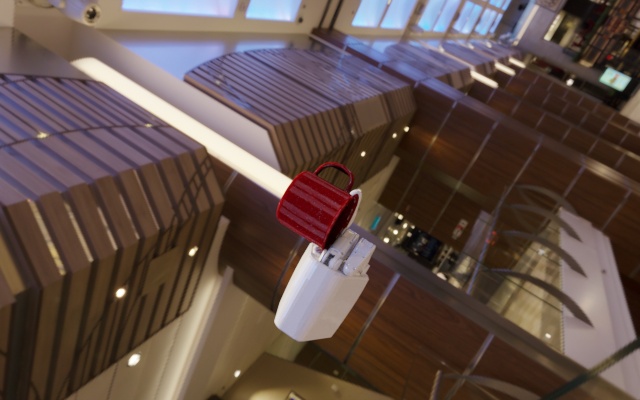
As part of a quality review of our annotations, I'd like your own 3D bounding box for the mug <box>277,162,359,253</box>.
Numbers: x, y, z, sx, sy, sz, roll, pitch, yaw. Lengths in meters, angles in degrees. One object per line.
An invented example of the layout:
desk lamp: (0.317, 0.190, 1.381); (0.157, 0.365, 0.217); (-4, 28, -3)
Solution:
mug: (0.001, 0.001, 0.650); (0.081, 0.117, 0.093); (30, 6, 14)
